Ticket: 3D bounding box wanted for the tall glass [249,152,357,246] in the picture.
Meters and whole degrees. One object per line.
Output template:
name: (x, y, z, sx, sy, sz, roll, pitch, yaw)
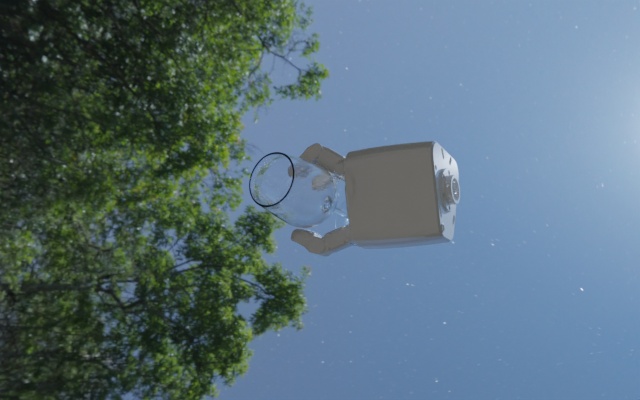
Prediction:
tall glass: (0.000, 0.002, 0.590, 0.079, 0.079, 0.201, 0, -14, 34)
